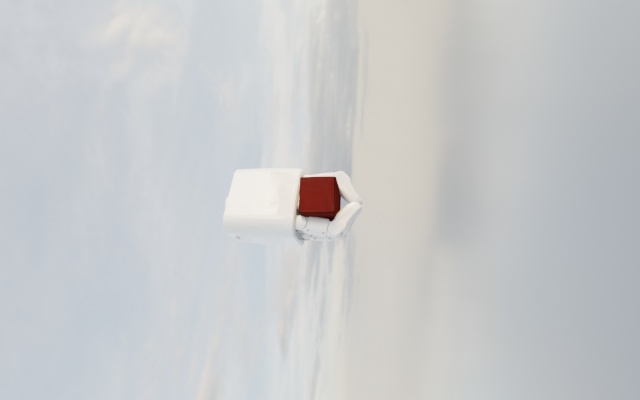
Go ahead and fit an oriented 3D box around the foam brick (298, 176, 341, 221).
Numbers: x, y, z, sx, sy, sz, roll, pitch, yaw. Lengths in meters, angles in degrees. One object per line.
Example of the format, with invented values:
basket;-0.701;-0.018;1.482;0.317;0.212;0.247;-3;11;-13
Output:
foam brick;0.000;0.002;0.685;0.051;0.053;0.078;1;-17;8
